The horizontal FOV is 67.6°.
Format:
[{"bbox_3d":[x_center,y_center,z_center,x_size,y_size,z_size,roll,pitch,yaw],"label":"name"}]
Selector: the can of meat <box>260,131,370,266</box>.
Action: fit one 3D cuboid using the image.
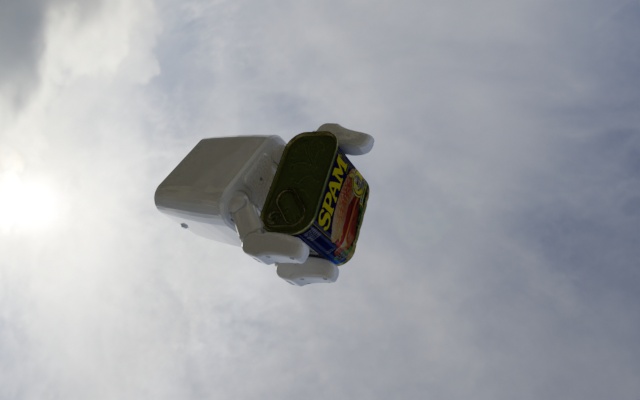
[{"bbox_3d":[0.000,0.002,0.445,0.057,0.102,0.084,2,-27,33],"label":"can of meat"}]
